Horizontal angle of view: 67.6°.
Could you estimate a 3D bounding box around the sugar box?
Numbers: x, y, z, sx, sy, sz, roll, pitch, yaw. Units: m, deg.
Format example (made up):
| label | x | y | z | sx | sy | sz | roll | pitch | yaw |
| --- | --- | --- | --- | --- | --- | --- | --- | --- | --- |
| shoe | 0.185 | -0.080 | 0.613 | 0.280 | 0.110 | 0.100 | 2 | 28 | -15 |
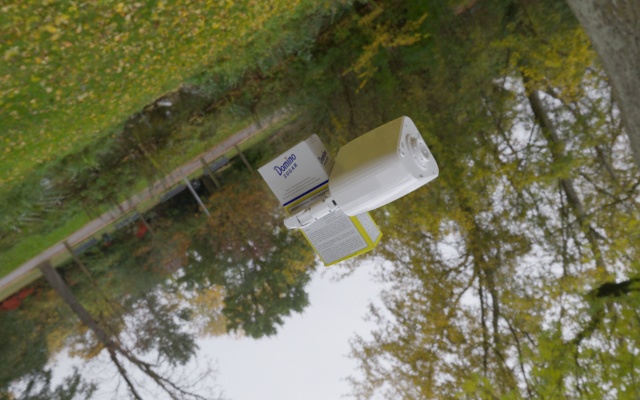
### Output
| label | x | y | z | sx | sy | sz | roll | pitch | yaw |
| --- | --- | --- | --- | --- | --- | --- | --- | --- | --- |
| sugar box | 0.000 | 0.002 | 0.670 | 0.093 | 0.176 | 0.048 | -27 | 10 | 32 |
